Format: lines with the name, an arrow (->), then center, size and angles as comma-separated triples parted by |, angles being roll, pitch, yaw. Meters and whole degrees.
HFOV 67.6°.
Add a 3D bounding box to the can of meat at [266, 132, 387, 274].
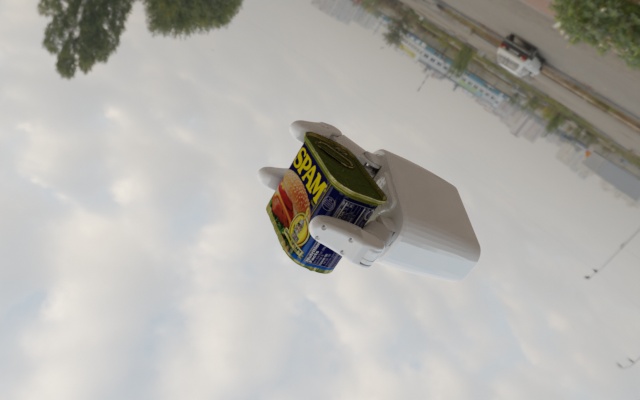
can of meat -> 0.000, 0.002, 0.423 | 0.057, 0.084, 0.102 | 18, 26, -32
